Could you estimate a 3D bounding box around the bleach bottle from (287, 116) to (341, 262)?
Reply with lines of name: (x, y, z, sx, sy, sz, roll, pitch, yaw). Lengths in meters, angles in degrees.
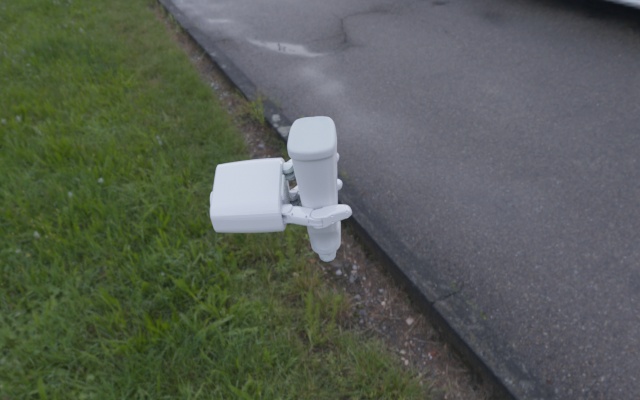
bleach bottle: (0.000, 0.002, 0.741, 0.068, 0.251, 0.102, -3, 38, 5)
